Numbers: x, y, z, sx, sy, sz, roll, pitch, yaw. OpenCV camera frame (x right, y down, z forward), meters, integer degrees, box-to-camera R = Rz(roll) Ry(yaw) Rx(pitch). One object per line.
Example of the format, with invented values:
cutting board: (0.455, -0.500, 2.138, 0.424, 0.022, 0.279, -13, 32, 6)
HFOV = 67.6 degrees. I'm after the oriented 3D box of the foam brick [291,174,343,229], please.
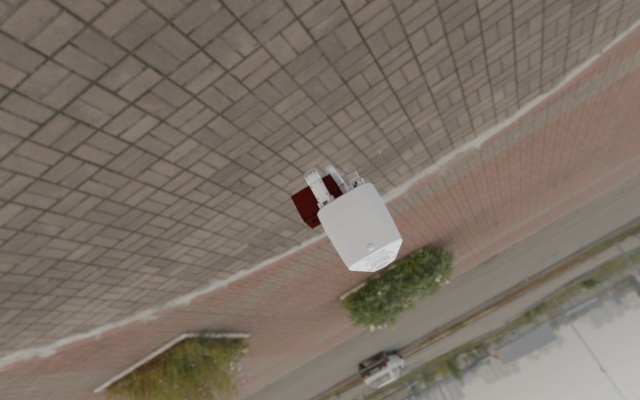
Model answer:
foam brick: (0.000, 0.003, 0.793, 0.078, 0.051, 0.053, -30, -22, 5)
